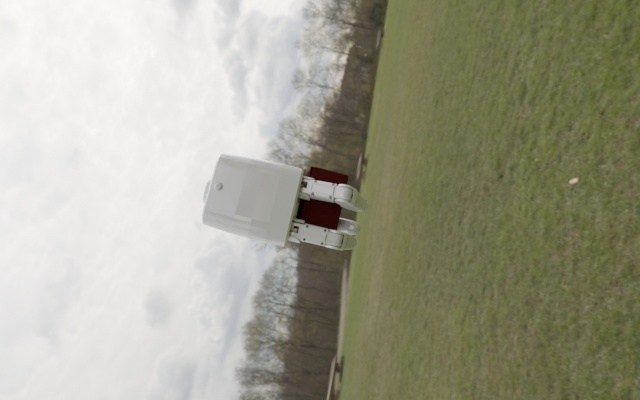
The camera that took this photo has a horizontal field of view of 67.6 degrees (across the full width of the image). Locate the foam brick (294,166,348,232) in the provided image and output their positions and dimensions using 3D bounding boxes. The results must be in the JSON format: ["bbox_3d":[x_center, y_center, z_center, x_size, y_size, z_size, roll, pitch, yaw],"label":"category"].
[{"bbox_3d":[0.000,0.002,0.624,0.051,0.078,0.053,14,-13,-6],"label":"foam brick"}]
